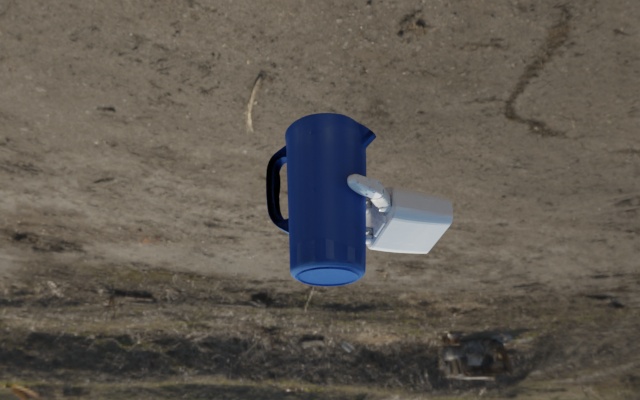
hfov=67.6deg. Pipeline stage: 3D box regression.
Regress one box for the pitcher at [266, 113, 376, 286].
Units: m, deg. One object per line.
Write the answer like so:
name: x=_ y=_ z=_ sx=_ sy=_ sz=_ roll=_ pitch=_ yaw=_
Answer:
pitcher: x=0.000 y=0.002 z=0.730 sx=0.145 sy=0.242 sz=0.149 roll=9 pitch=-27 yaw=-19
